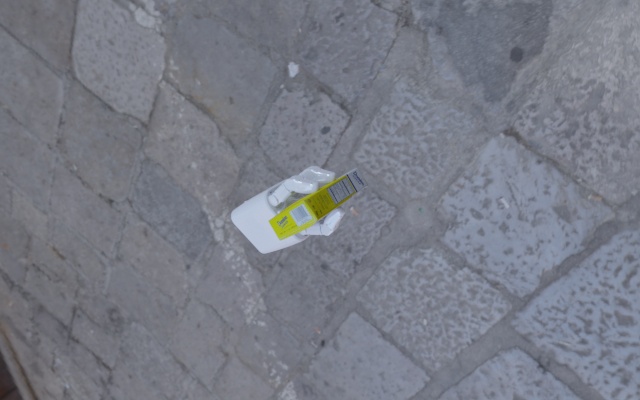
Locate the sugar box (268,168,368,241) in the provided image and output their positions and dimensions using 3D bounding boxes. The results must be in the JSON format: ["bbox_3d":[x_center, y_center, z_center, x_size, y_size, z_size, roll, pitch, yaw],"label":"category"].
[{"bbox_3d":[0.000,0.002,0.820,0.093,0.048,0.176,-28,5,38],"label":"sugar box"}]
